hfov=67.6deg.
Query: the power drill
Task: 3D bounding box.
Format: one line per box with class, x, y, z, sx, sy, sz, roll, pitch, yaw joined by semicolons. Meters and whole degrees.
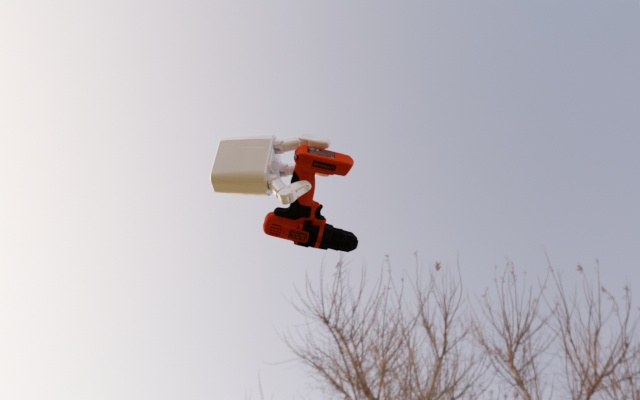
power drill;0.000;0.002;0.876;0.184;0.188;0.057;13;22;-8
